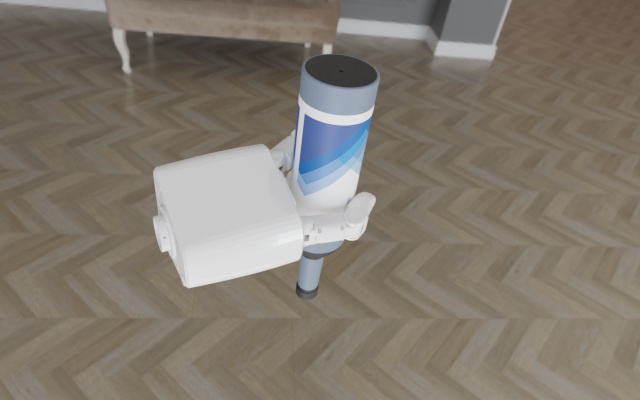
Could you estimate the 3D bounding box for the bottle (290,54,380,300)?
[{"bbox_3d":[0.000,0.001,0.496,0.069,0.296,0.069,5,40,-4],"label":"bottle"}]
